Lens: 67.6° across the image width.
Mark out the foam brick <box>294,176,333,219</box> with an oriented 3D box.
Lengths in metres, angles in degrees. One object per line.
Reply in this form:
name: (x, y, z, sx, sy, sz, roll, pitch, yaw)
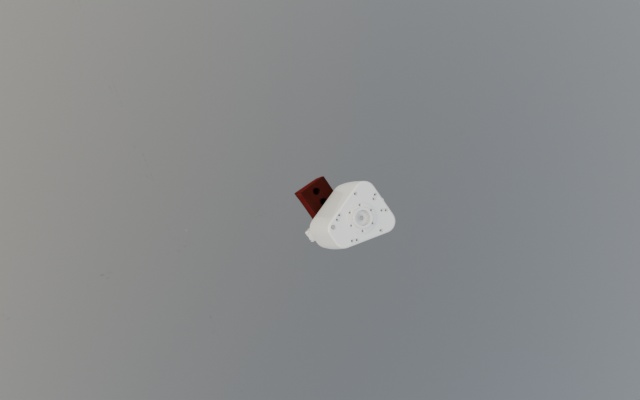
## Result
foam brick: (0.000, 0.003, 0.856, 0.053, 0.078, 0.051, -37, 7, -13)
